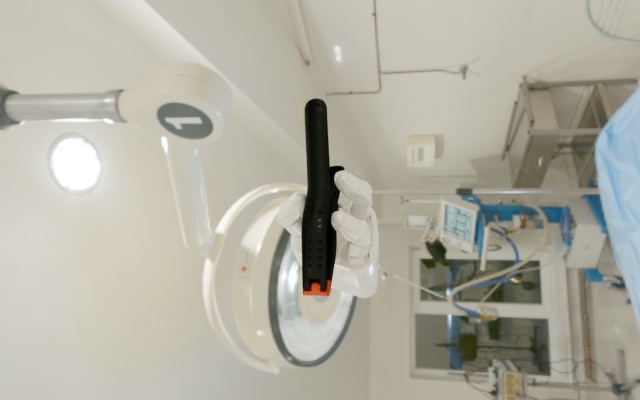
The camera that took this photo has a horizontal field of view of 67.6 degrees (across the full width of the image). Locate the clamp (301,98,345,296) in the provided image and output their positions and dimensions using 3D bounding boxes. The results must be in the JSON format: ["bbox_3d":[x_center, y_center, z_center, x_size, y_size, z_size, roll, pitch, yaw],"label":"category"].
[{"bbox_3d":[-0.001,0.002,0.547,0.036,0.209,0.165,-1,-32,12],"label":"clamp"}]
